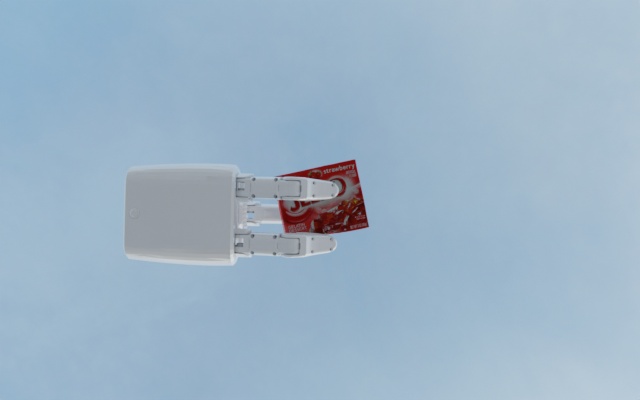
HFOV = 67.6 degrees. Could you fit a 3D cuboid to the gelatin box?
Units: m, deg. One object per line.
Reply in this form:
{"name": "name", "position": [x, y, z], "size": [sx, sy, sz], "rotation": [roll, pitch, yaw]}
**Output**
{"name": "gelatin box", "position": [0.000, 0.002, 0.502], "size": [0.089, 0.073, 0.030], "rotation": [-12, 0, -6]}
